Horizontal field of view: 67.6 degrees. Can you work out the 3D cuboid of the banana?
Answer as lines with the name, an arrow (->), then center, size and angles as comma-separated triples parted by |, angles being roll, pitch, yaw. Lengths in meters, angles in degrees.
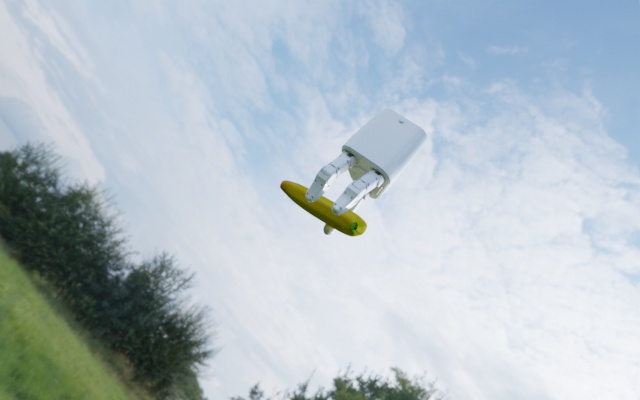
banana -> 0.011, 0.014, 0.754 | 0.197, 0.037, 0.070 | 27, -16, 46
